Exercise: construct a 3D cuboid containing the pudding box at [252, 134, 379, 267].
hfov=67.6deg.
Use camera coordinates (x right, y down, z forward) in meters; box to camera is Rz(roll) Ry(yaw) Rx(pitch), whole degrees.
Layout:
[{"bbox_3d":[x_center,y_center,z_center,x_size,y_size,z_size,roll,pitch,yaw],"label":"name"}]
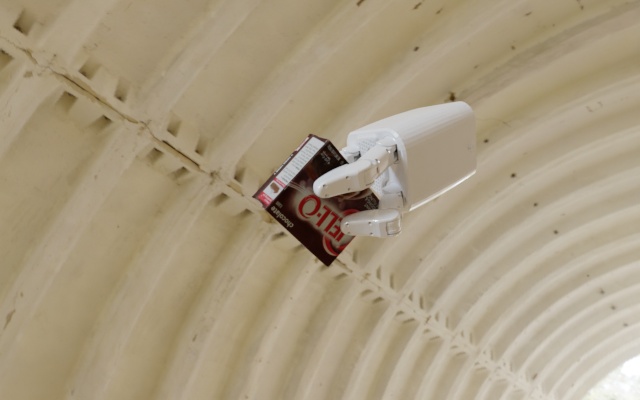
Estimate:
[{"bbox_3d":[0.000,0.001,0.485,0.113,0.090,0.039,46,-7,-36],"label":"pudding box"}]
